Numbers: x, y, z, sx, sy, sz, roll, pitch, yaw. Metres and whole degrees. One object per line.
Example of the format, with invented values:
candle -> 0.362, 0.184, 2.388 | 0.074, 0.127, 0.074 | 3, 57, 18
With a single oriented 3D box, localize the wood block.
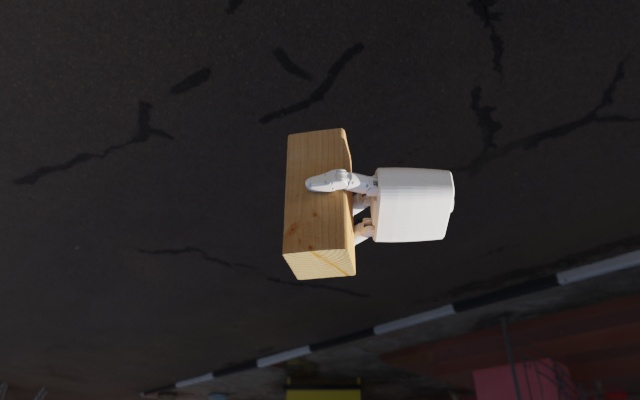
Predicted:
wood block -> 0.000, 0.003, 0.717 | 0.090, 0.206, 0.091 | -6, -33, 9
